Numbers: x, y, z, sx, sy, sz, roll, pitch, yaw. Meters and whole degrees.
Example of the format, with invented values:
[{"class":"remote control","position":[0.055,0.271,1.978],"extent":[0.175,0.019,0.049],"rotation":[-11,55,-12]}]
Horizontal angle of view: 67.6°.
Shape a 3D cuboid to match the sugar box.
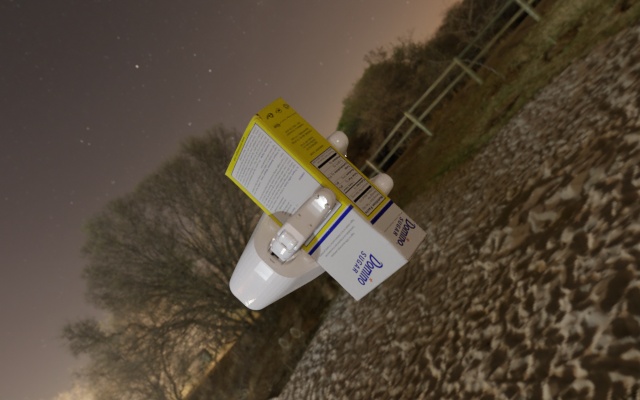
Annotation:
[{"class":"sugar box","position":[0.000,0.001,0.431],"extent":[0.048,0.176,0.093],"rotation":[-45,-4,-40]}]
